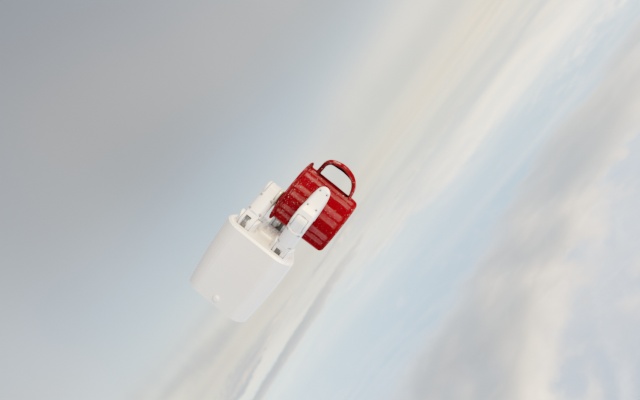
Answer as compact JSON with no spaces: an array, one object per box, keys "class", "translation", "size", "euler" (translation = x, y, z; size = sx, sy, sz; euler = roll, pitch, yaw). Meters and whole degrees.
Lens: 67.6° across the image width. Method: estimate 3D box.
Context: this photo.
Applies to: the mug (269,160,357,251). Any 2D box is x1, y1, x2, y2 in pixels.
[{"class":"mug","translation":[0.001,0.001,0.618],"size":[0.081,0.117,0.093],"euler":[38,16,2]}]
